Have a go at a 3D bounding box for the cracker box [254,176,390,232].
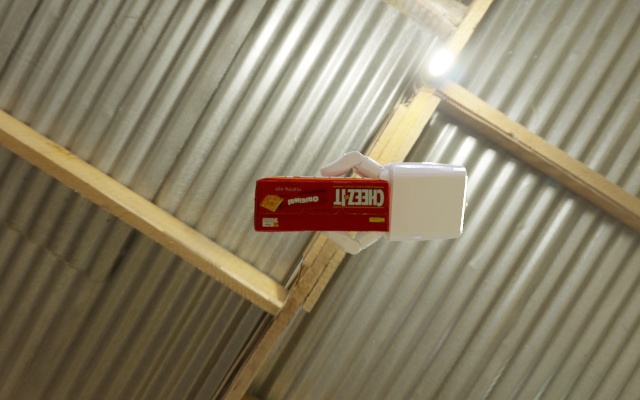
[{"bbox_3d":[0.000,0.002,0.673,0.164,0.072,0.213,0,1,-1],"label":"cracker box"}]
